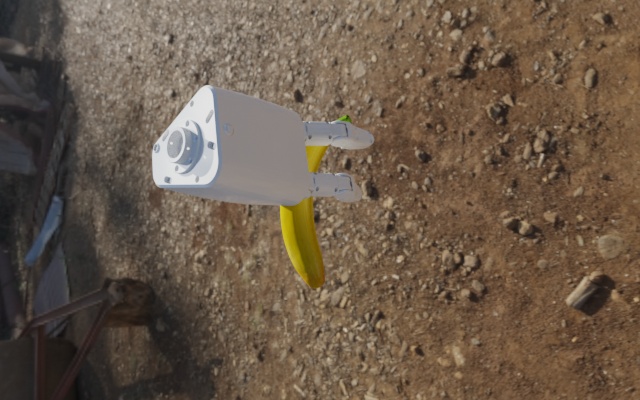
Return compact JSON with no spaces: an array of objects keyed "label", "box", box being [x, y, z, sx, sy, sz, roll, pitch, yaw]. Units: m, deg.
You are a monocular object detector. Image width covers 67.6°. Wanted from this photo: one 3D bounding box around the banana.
[{"label":"banana","box":[-0.015,-0.003,0.539,0.069,0.198,0.037,6,-5,34]}]
